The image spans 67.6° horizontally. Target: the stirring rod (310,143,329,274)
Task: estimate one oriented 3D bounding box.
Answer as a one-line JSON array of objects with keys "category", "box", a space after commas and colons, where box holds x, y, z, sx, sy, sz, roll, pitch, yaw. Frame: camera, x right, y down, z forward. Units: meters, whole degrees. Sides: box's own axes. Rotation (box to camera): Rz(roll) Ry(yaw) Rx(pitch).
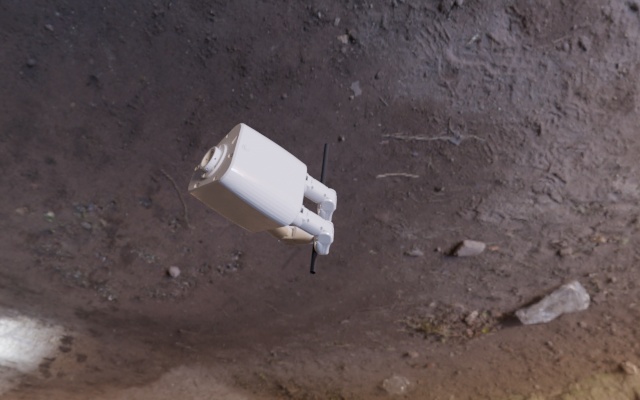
[{"category": "stirring rod", "box": [0.000, 0.002, 0.707, 0.011, 0.239, 0.011, 4, -39, 3]}]
